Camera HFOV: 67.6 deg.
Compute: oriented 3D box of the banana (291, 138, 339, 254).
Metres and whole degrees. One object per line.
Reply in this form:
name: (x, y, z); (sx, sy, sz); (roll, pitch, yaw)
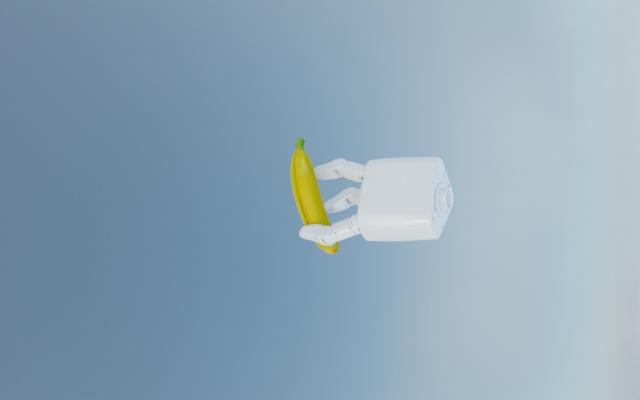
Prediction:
banana: (-0.008, 0.007, 0.729); (0.037, 0.198, 0.069); (-5, 21, 28)
